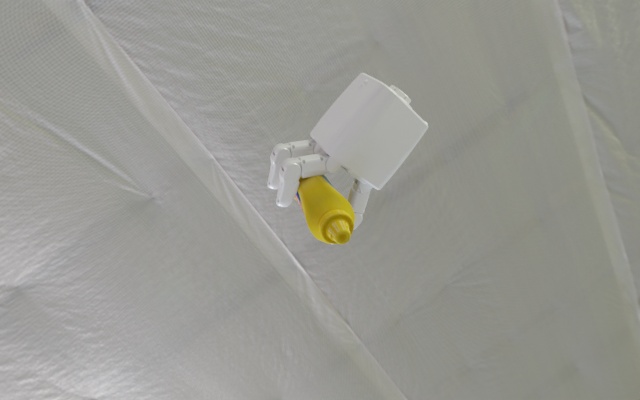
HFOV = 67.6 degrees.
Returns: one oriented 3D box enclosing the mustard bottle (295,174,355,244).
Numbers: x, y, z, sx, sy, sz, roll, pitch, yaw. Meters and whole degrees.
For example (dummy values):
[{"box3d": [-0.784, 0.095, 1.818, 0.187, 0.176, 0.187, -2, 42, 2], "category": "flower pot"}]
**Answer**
[{"box3d": [0.000, 0.002, 0.616, 0.058, 0.096, 0.191, -29, 30, -3], "category": "mustard bottle"}]
